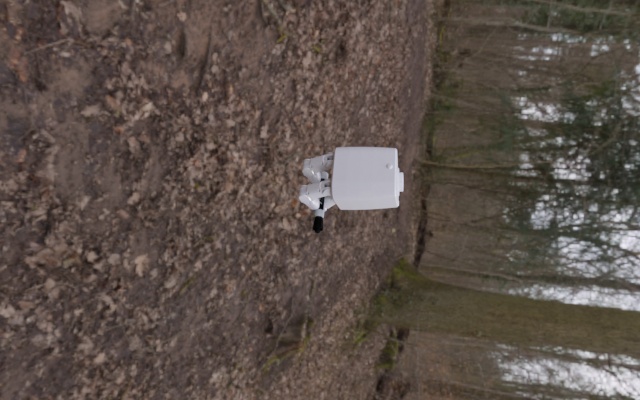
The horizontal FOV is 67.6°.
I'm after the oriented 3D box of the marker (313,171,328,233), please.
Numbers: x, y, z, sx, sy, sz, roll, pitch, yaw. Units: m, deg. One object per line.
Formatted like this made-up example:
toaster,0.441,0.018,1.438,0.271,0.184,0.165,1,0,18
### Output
marker,0.000,0.003,0.868,0.020,0.121,0.020,4,-28,2
